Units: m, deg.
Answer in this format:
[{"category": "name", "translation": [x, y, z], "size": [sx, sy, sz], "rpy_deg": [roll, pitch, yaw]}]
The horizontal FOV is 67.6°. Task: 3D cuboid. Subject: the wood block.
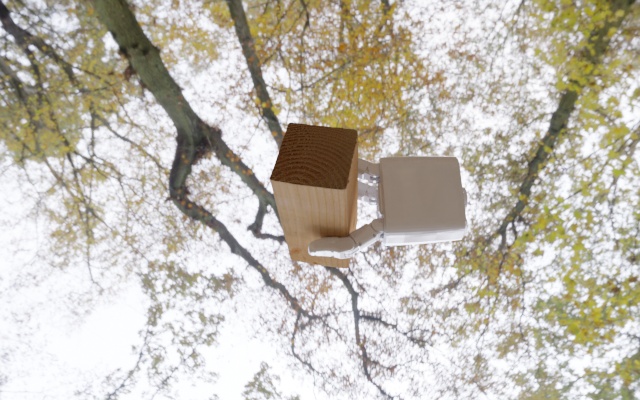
[{"category": "wood block", "translation": [0.000, 0.002, 0.638], "size": [0.090, 0.090, 0.206], "rpy_deg": [8, -32, 10]}]
